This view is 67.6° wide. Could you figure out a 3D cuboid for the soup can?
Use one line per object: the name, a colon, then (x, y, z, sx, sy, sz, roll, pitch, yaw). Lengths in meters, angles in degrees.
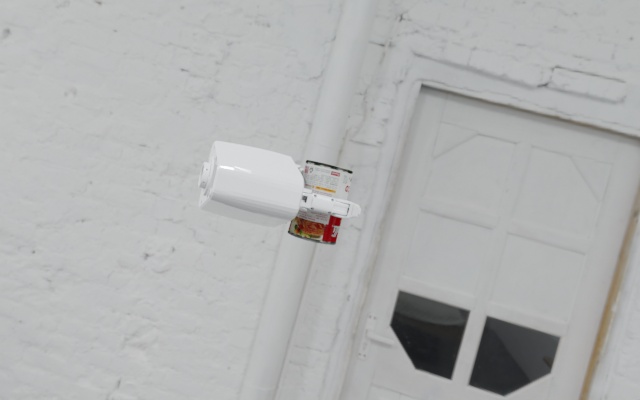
soup can: (0.001, 0.002, 0.645, 0.068, 0.102, 0.068, 14, 2, -1)
